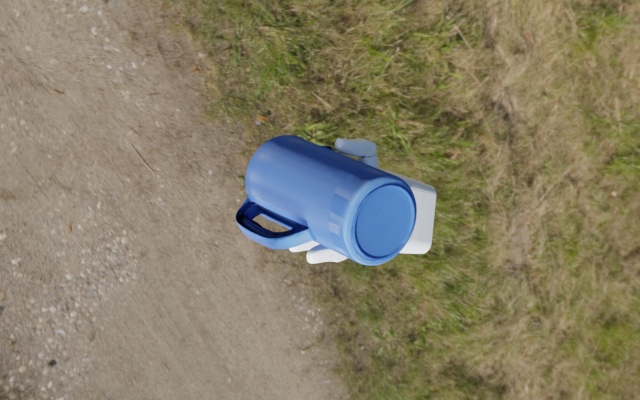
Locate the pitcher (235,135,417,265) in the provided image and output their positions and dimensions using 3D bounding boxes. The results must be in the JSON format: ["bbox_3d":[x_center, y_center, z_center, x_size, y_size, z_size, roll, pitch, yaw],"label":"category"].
[{"bbox_3d":[0.000,0.002,0.627,0.145,0.149,0.242,11,8,-35],"label":"pitcher"}]
